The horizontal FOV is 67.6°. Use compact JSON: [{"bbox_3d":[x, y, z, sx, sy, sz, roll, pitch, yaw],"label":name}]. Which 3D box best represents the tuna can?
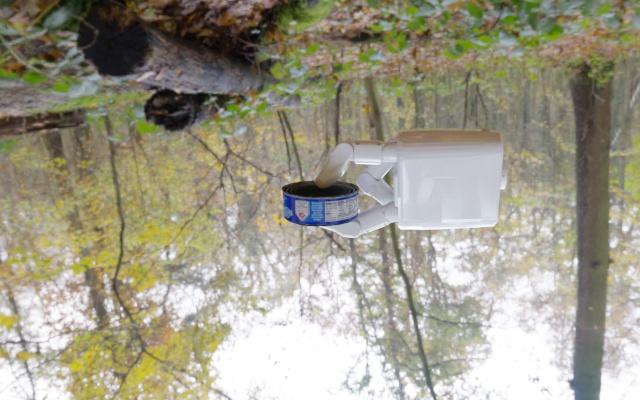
[{"bbox_3d":[0.000,0.002,0.533,0.086,0.034,0.086,0,14,0],"label":"tuna can"}]
